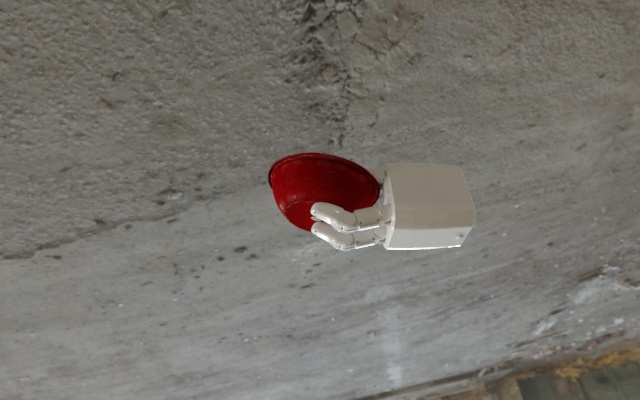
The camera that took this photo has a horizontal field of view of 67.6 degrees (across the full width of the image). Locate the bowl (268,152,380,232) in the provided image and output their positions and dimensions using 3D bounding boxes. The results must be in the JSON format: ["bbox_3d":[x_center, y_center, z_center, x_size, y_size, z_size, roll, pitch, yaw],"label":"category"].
[{"bbox_3d":[-0.001,0.003,0.666,0.162,0.055,0.162,8,-30,5],"label":"bowl"}]
